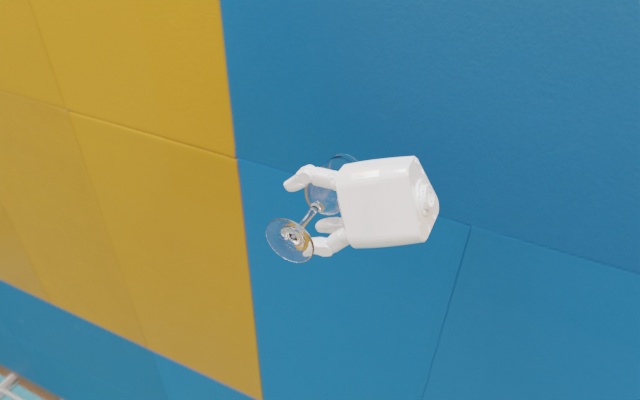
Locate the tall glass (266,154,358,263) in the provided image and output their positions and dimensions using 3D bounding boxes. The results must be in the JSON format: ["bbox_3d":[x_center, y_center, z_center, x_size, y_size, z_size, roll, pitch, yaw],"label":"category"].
[{"bbox_3d":[0.000,0.003,0.724,0.079,0.079,0.201,0,33,30],"label":"tall glass"}]
